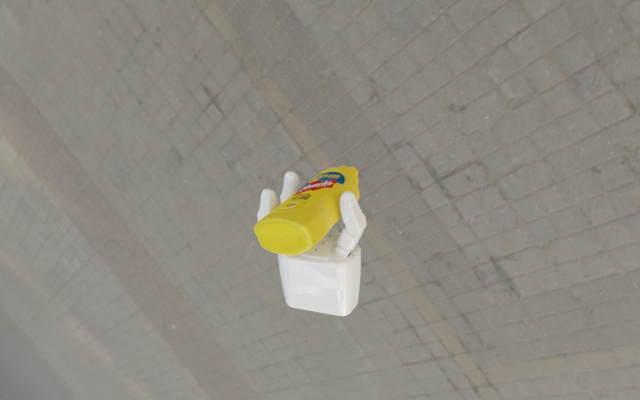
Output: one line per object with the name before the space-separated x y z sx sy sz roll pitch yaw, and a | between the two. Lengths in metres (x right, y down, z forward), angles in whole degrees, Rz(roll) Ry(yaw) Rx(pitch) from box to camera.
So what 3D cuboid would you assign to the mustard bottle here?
mustard bottle | 0.000 0.002 0.668 0.096 0.058 0.191 -7 24 40
